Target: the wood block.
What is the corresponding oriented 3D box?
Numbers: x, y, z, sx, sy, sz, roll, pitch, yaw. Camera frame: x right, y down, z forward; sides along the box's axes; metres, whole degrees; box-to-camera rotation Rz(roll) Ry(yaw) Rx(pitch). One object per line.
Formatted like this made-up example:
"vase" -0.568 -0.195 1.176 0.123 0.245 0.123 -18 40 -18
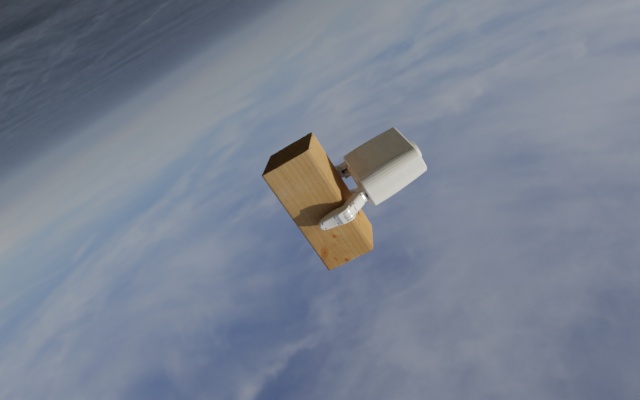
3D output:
"wood block" 0.001 0.003 0.811 0.090 0.206 0.090 -28 21 16
